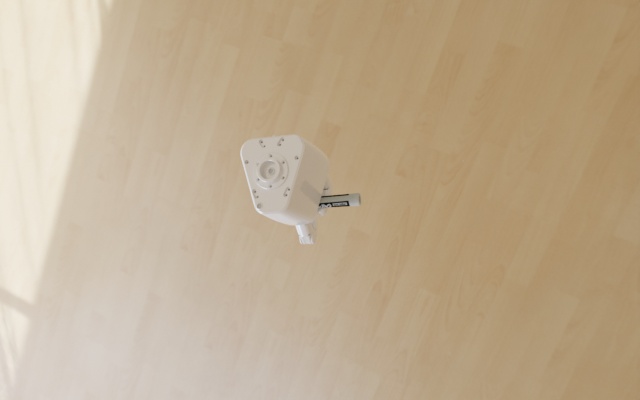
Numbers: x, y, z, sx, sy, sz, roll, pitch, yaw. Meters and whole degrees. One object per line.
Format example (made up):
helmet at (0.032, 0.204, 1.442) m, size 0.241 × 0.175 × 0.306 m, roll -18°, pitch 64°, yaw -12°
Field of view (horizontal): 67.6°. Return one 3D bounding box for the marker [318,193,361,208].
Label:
marker at (0.000, 0.002, 0.714) m, size 0.121 × 0.020 × 0.020 m, roll -4°, pitch -1°, yaw 17°
